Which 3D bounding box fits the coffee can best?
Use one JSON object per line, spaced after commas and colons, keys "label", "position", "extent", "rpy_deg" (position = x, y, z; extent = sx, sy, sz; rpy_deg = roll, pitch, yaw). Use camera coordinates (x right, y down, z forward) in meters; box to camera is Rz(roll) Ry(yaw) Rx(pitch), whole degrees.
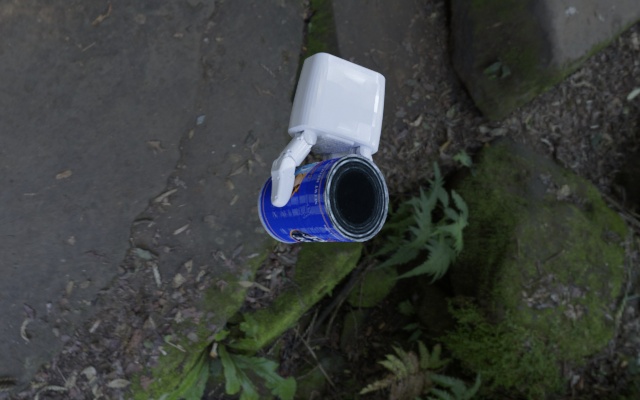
{"label": "coffee can", "position": [0.000, 0.002, 0.607], "extent": [0.103, 0.103, 0.140], "rpy_deg": [0, -4, -39]}
